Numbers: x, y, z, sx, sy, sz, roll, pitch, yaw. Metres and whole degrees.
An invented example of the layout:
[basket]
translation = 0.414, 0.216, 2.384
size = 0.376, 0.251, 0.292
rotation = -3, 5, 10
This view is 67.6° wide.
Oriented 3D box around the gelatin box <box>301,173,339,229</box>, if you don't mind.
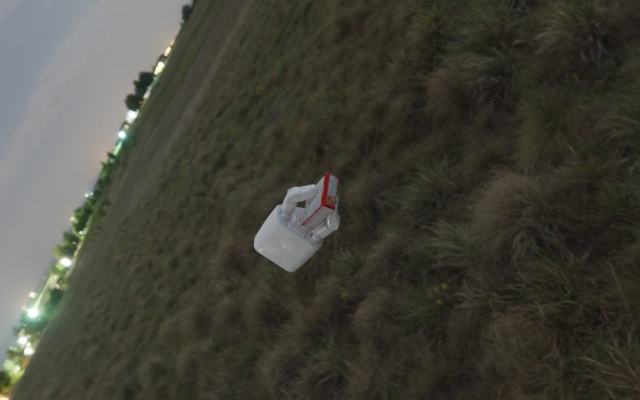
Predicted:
[gelatin box]
translation = 0.000, 0.003, 0.896
size = 0.030, 0.073, 0.089
rotation = 21, -37, -18
